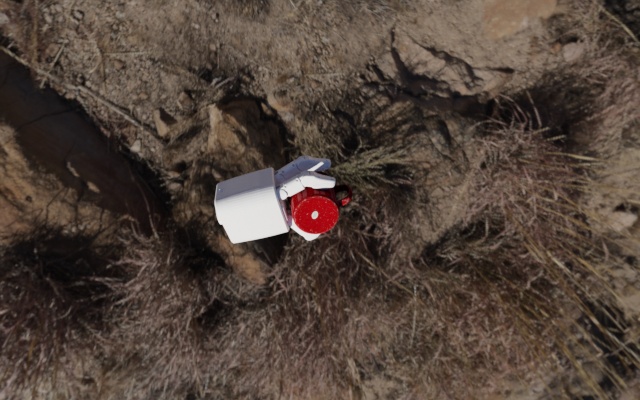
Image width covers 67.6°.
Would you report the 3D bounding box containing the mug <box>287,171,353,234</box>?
[{"bbox_3d":[0.002,0.003,0.842,0.117,0.093,0.081,-15,32,1],"label":"mug"}]
